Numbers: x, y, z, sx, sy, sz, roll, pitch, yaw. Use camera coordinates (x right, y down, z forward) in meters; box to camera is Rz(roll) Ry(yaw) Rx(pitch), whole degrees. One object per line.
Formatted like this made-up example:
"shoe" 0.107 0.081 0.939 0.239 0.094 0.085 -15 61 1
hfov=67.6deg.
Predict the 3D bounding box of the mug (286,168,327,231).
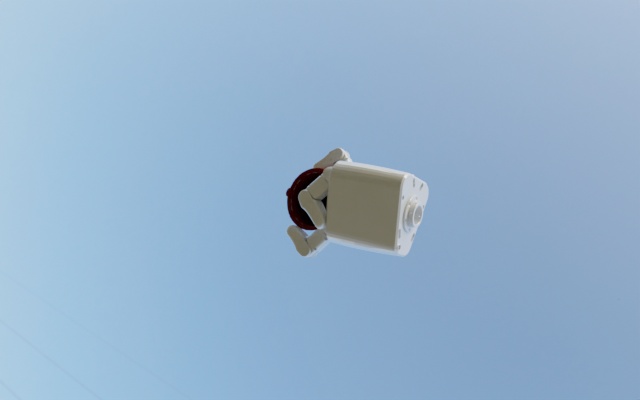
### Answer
"mug" -0.001 0.002 0.735 0.117 0.093 0.081 13 -3 35
